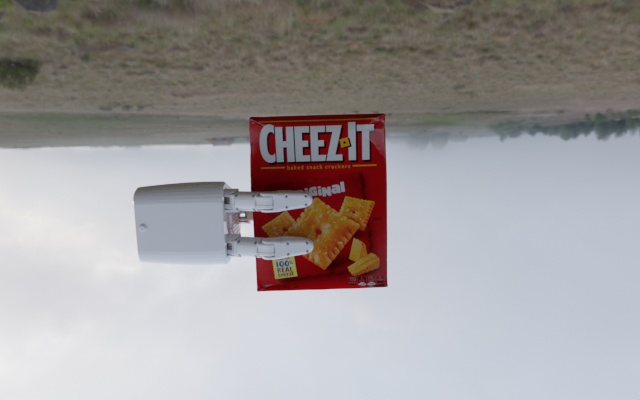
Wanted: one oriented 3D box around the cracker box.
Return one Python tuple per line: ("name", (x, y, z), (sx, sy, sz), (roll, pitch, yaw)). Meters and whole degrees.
("cracker box", (0.000, 0.002, 0.594), (0.164, 0.214, 0.072), (-1, 8, 2))
